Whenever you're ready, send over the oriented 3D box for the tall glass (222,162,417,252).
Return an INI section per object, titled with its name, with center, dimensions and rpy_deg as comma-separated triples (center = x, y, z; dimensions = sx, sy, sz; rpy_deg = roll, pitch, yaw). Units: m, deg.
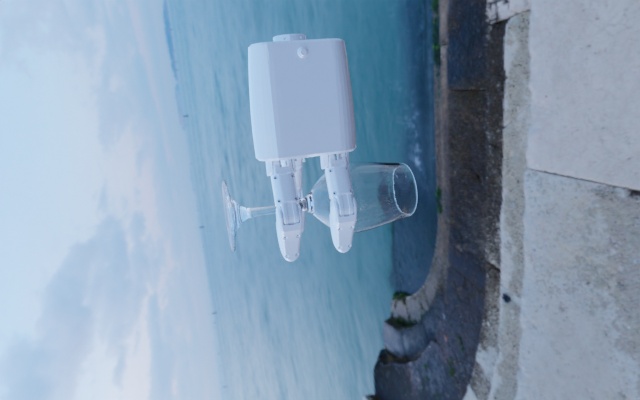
[tall glass]
center = -0.001, 0.002, 0.514
dimensions = 0.201, 0.079, 0.079
rpy_deg = -8, 2, -15
